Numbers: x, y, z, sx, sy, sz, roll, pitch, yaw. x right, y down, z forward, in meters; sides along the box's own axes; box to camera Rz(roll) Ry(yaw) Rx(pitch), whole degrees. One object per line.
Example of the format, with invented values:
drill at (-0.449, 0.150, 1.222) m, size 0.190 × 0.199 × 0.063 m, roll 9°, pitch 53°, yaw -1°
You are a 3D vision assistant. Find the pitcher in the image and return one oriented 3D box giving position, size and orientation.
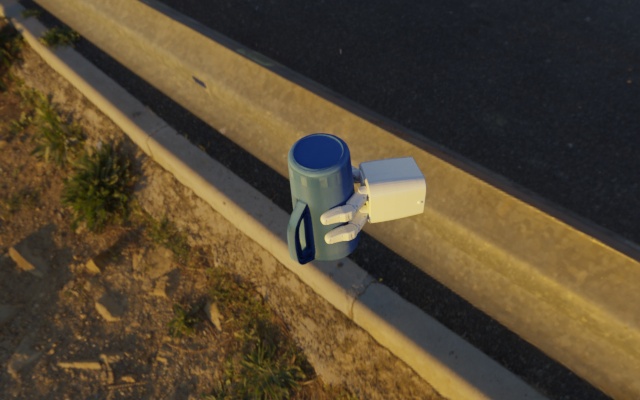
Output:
pitcher at (0.000, 0.003, 0.893) m, size 0.145 × 0.149 × 0.243 m, roll -9°, pitch -41°, yaw -1°
